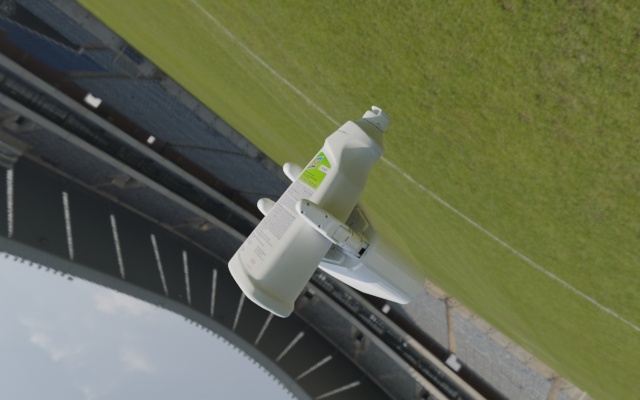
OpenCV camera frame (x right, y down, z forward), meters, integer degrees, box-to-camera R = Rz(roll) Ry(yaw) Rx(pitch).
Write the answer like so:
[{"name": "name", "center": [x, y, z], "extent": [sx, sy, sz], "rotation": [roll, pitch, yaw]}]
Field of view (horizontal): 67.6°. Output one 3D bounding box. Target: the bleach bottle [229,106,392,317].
[{"name": "bleach bottle", "center": [0.000, 0.002, 0.544], "extent": [0.068, 0.251, 0.102], "rotation": [38, -1, -32]}]
